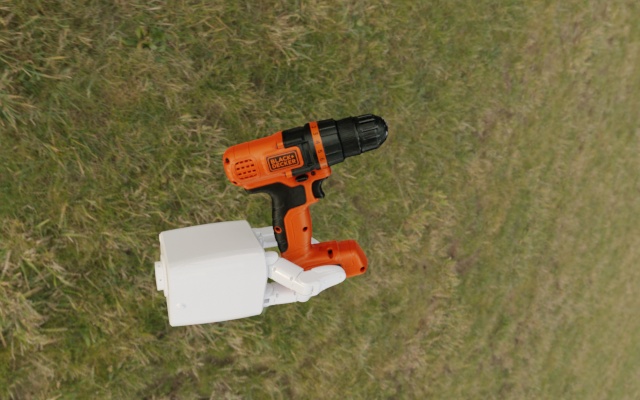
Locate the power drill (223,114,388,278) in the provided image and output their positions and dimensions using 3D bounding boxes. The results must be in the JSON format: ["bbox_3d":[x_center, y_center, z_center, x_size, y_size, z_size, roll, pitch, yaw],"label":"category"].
[{"bbox_3d":[0.000,0.002,0.553,0.184,0.188,0.057,-13,22,4],"label":"power drill"}]
